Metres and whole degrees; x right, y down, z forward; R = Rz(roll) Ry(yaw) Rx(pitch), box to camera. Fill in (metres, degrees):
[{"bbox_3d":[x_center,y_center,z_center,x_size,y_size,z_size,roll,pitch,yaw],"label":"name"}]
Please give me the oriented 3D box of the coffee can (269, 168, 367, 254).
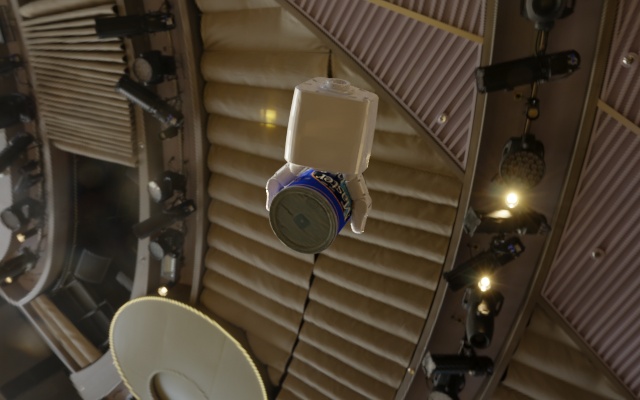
[{"bbox_3d":[0.000,0.003,0.716,0.103,0.103,0.140,0,23,24],"label":"coffee can"}]
